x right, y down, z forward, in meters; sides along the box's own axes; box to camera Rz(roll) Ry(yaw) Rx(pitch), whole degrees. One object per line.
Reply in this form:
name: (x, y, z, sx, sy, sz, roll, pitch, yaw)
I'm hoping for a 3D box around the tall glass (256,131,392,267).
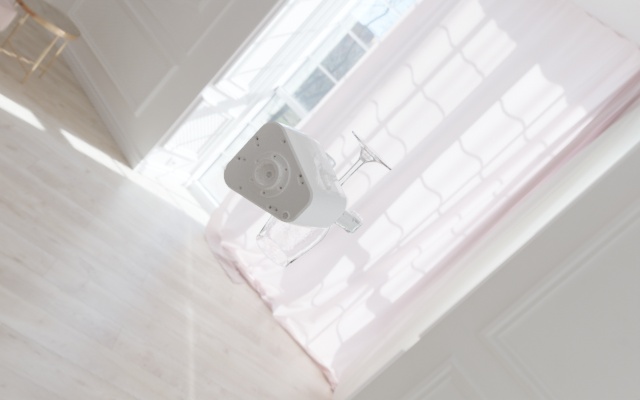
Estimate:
tall glass: (0.001, 0.002, 0.654, 0.201, 0.079, 0.079, -45, -12, 12)
